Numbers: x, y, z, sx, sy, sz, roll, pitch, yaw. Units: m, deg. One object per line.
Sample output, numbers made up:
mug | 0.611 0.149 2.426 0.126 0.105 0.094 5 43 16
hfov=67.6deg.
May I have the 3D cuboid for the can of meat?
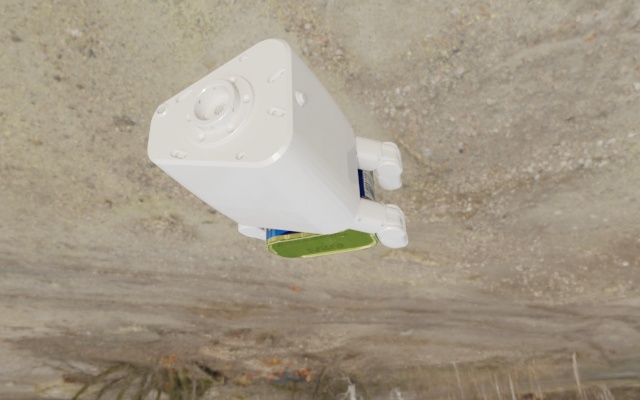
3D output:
can of meat | 0.000 0.002 0.427 0.102 0.084 0.057 -11 -27 17
